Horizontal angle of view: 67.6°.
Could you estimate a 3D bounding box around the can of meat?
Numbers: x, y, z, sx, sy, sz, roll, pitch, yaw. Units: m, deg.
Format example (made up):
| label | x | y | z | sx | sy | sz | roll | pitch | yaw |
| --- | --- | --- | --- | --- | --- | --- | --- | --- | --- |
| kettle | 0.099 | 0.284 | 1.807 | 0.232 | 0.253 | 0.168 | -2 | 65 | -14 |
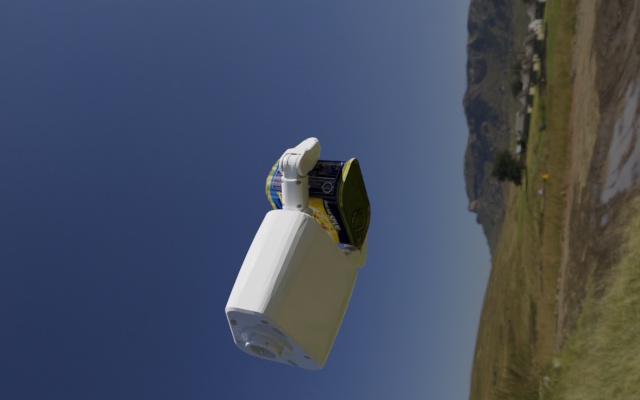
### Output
| label | x | y | z | sx | sy | sz | roll | pitch | yaw |
| --- | --- | --- | --- | --- | --- | --- | --- | --- | --- |
| can of meat | 0.000 | 0.001 | 0.502 | 0.084 | 0.057 | 0.102 | 5 | -37 | 22 |
